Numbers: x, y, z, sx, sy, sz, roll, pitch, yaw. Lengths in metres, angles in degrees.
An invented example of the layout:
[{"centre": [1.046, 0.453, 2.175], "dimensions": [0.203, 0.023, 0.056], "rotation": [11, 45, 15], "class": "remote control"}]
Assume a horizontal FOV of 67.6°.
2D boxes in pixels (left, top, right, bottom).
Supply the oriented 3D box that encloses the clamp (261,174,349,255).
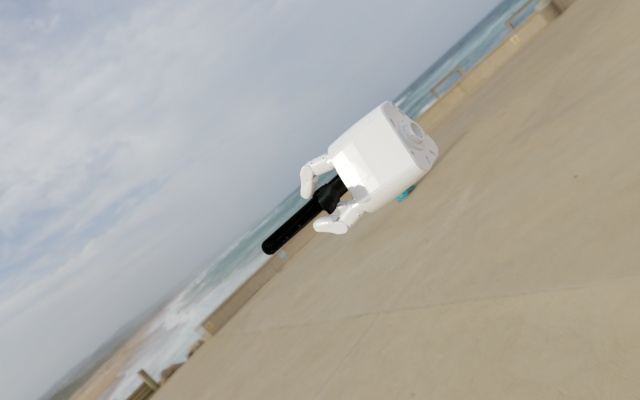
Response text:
[{"centre": [0.000, 0.001, 0.741], "dimensions": [0.165, 0.036, 0.210], "rotation": [-36, 6, 36], "class": "clamp"}]
